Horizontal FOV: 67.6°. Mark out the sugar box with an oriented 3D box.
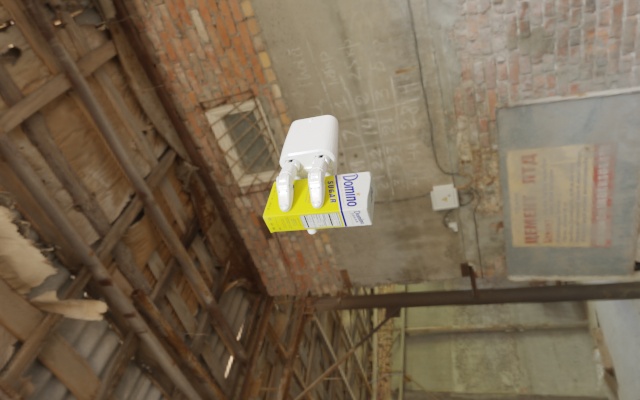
[{"bbox_3d":[0.000,0.002,0.799,0.176,0.048,0.093,-8,41,17],"label":"sugar box"}]
